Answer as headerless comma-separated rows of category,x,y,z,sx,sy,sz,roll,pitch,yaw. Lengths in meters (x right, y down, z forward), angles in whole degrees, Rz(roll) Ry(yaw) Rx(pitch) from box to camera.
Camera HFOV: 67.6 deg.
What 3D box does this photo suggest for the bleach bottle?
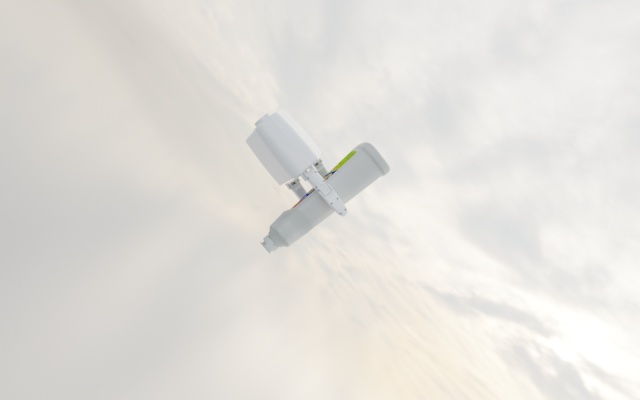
bleach bottle,0.000,0.003,0.834,0.251,0.068,0.102,-40,8,-5
